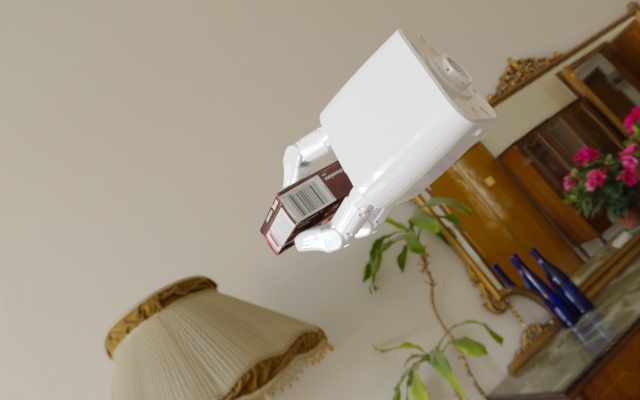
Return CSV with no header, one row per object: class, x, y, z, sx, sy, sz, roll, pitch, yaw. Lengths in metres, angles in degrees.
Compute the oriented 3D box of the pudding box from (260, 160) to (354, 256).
pudding box,0.000,0.001,0.482,0.113,0.039,0.090,-28,-15,-27
